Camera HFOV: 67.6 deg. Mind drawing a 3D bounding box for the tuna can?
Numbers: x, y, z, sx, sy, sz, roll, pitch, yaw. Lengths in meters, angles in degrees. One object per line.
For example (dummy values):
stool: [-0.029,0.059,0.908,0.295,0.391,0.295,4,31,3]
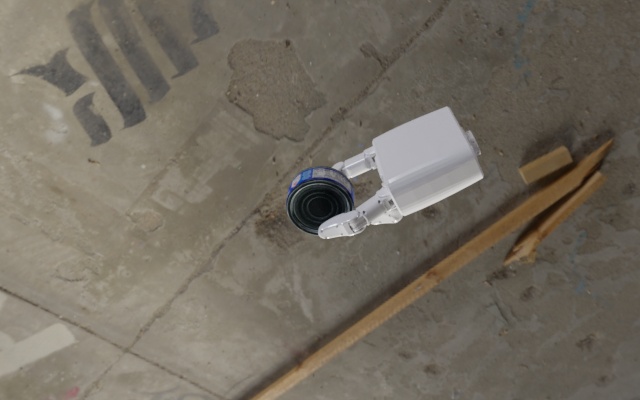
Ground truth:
tuna can: [0.000,0.002,0.599,0.086,0.086,0.033,0,33,4]
